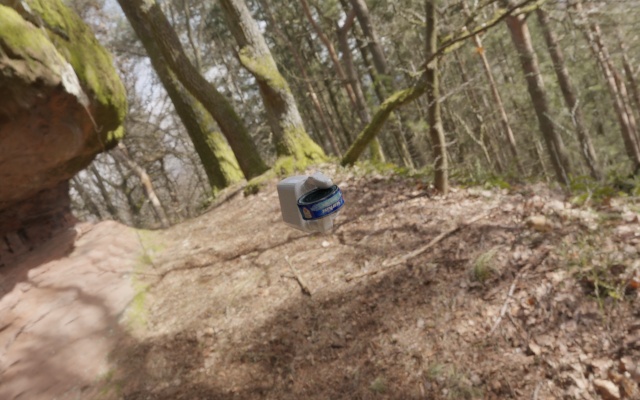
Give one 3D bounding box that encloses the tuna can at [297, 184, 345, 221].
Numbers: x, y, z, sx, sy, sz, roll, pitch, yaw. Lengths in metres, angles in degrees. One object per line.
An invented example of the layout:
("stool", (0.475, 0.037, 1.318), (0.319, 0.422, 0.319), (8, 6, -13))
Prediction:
("tuna can", (0.000, 0.002, 0.886), (0.086, 0.034, 0.086), (-20, 17, 6))
